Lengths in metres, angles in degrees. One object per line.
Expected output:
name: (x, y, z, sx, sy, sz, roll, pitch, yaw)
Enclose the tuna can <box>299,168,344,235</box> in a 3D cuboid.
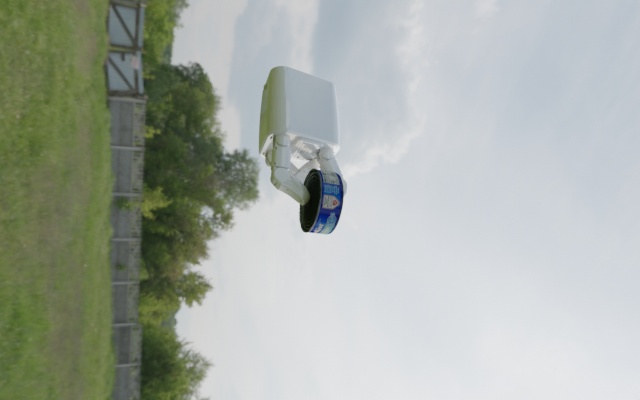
tuna can: (0.001, 0.002, 0.634, 0.034, 0.086, 0.086, 8, -3, -18)
